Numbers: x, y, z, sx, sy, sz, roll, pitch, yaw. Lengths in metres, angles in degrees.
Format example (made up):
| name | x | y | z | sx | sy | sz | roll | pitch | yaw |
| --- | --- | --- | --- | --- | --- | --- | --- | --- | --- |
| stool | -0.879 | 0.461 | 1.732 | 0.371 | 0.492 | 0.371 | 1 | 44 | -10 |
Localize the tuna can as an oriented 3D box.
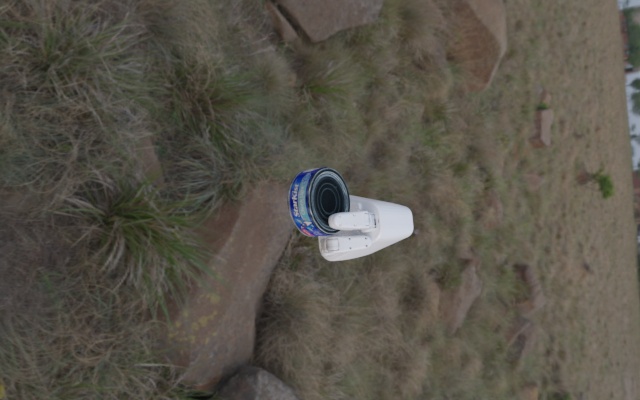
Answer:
| name | x | y | z | sx | sy | sz | roll | pitch | yaw |
| --- | --- | --- | --- | --- | --- | --- | --- | --- | --- |
| tuna can | 0.000 | 0.002 | 0.595 | 0.034 | 0.086 | 0.086 | -6 | -4 | 39 |
